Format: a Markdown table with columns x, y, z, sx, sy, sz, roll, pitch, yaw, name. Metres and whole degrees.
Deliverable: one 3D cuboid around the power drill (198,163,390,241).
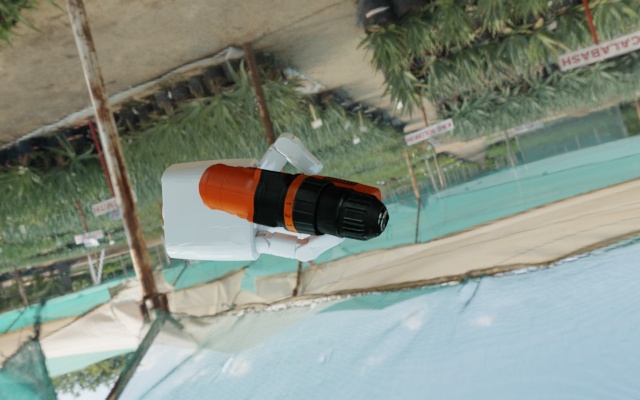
| x | y | z | sx | sy | sz | roll | pitch | yaw | name |
| --- | --- | --- | --- | --- | --- | --- | --- | --- | --- |
| 0.000 | 0.002 | 0.487 | 0.184 | 0.057 | 0.187 | 13 | 2 | 24 | power drill |
